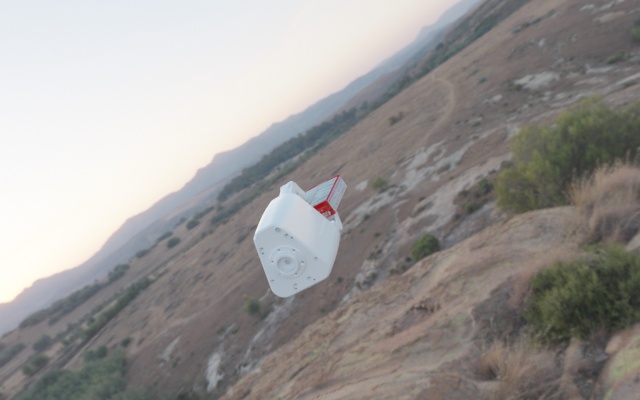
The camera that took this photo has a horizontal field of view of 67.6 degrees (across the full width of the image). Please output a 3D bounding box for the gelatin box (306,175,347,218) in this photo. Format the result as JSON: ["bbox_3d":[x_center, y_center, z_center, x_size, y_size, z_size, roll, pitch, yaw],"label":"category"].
[{"bbox_3d":[0.000,0.002,0.793,0.073,0.030,0.089,-26,22,30],"label":"gelatin box"}]
